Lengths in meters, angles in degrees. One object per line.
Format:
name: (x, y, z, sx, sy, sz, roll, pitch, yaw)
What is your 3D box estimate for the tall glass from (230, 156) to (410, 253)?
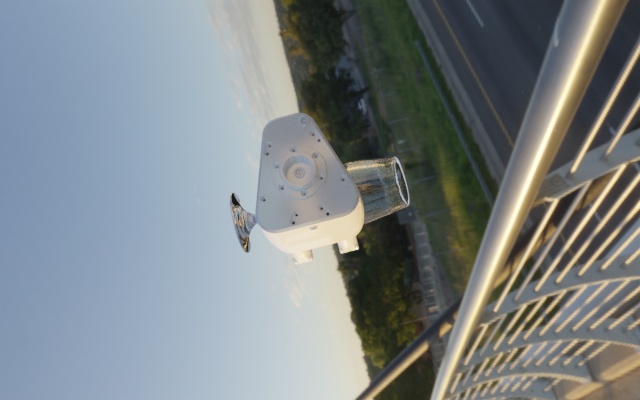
tall glass: (-0.001, 0.002, 0.567, 0.201, 0.079, 0.079, -14, 0, 1)
